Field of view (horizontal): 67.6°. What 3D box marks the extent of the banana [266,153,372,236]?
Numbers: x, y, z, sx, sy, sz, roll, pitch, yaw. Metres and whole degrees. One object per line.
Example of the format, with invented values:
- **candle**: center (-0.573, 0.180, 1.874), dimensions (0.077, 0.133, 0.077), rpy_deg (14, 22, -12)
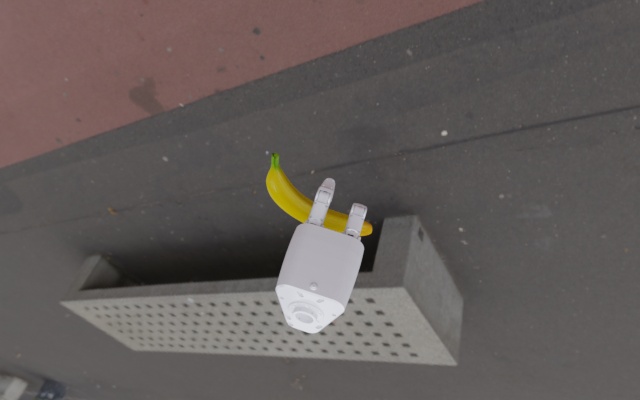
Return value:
- **banana**: center (-0.013, 0.010, 0.744), dimensions (0.198, 0.037, 0.070), rpy_deg (36, -47, -13)
